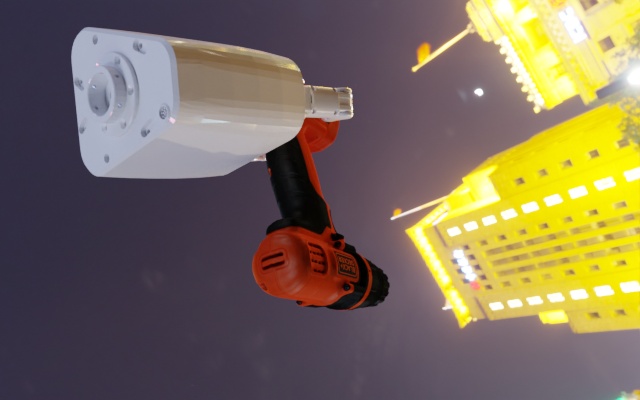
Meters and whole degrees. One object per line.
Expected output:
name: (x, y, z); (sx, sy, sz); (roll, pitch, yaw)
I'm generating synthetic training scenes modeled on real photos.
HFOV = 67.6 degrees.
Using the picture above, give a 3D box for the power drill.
power drill: (0.000, 0.001, 0.416); (0.057, 0.187, 0.184); (-22, -24, 21)
